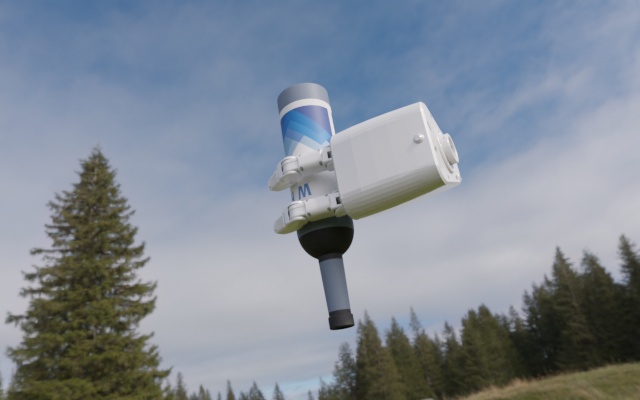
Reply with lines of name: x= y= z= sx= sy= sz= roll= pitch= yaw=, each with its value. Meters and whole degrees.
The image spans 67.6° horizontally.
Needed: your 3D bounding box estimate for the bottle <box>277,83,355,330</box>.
bottle: x=0.000 y=0.002 z=0.565 sx=0.069 sy=0.295 sz=0.069 roll=-9 pitch=-22 yaw=-3
